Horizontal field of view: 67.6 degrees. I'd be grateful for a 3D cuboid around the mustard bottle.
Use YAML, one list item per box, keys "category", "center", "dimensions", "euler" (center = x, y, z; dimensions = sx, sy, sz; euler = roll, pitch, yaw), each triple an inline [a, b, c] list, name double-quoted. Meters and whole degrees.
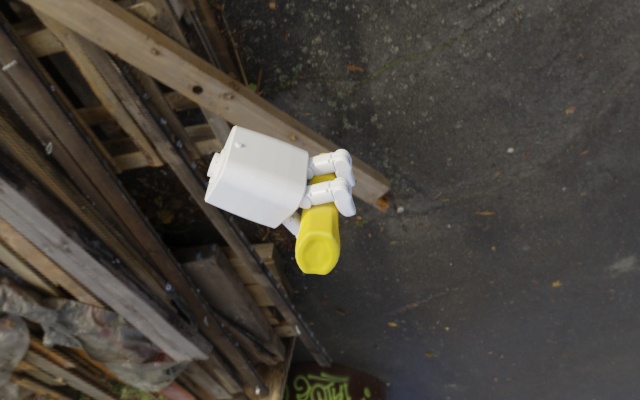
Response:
- category: "mustard bottle"
  center: [0.000, 0.002, 0.678]
  dimensions: [0.058, 0.191, 0.096]
  euler: [3, -43, 0]
